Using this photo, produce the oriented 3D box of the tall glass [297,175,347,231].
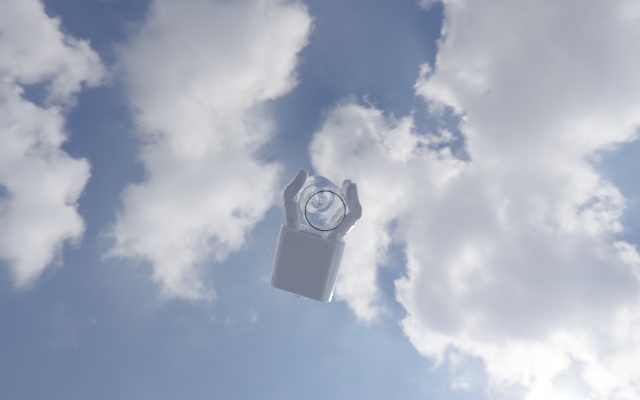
[{"bbox_3d":[0.000,0.002,0.805,0.079,0.079,0.201,0,7,-4],"label":"tall glass"}]
